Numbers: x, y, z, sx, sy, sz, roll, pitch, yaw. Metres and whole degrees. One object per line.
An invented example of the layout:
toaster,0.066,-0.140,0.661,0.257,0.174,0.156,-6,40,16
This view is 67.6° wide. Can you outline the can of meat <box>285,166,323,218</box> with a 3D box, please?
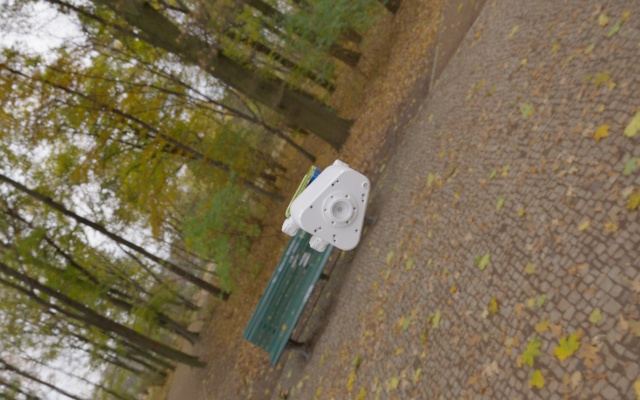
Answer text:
can of meat,0.000,0.002,0.805,0.084,0.102,0.057,28,4,-10
